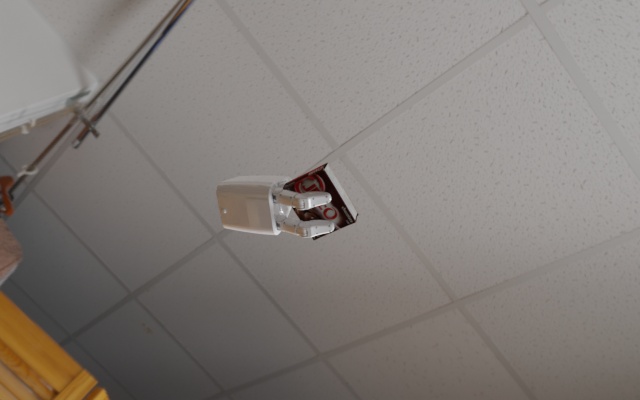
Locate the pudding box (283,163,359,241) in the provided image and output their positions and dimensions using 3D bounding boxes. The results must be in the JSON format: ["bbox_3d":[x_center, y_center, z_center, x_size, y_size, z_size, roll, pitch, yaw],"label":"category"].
[{"bbox_3d":[0.000,0.003,0.830,0.090,0.113,0.039,-25,19,25],"label":"pudding box"}]
